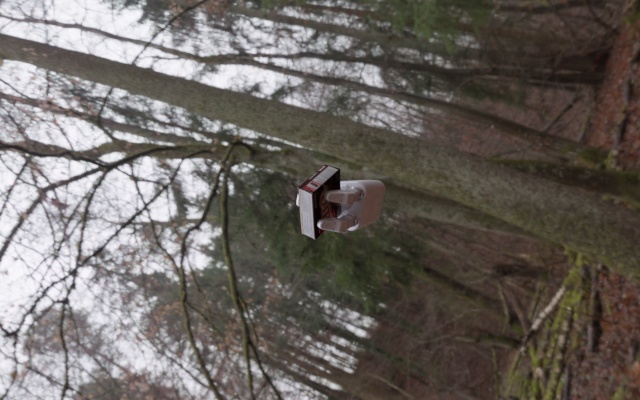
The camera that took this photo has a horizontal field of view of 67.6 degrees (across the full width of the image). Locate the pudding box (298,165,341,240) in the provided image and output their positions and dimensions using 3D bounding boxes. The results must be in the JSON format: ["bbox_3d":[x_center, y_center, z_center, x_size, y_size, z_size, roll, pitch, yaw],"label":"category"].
[{"bbox_3d":[0.000,0.003,0.890,0.039,0.114,0.090,19,43,29],"label":"pudding box"}]
